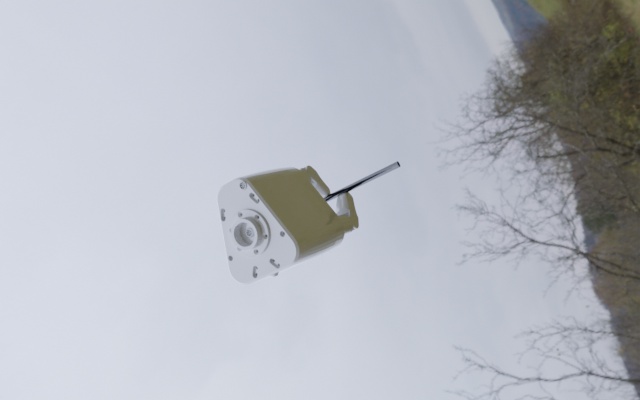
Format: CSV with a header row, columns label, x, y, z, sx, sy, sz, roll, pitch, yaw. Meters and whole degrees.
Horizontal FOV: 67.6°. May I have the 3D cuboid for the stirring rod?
label,x,y,z,sx,sy,sz,roll,pitch,yaw
stirring rod,0.000,0.002,0.642,0.239,0.011,0.011,-26,-13,27
